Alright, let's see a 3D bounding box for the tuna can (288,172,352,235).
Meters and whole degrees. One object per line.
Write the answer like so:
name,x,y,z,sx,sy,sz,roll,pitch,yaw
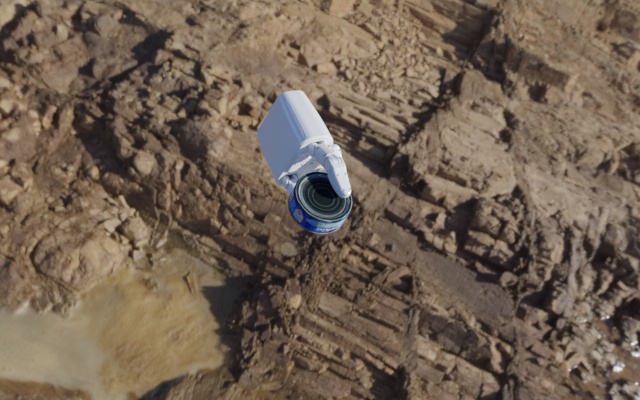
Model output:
tuna can,0.000,0.002,0.665,0.086,0.086,0.034,0,-33,-23
